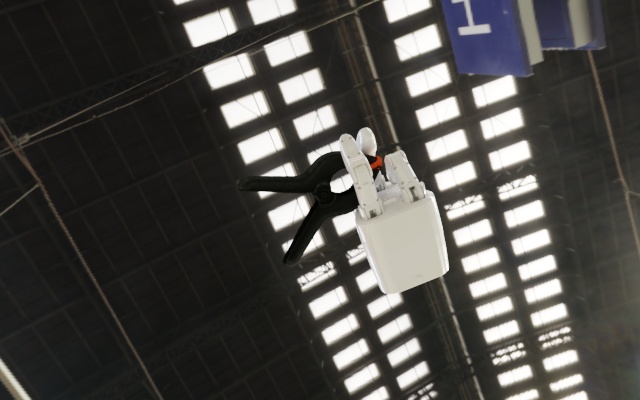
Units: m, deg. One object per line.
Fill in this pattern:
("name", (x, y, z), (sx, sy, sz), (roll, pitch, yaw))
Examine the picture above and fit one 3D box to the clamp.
("clamp", (0.000, 0.002, 0.580), (0.171, 0.120, 0.039), (-21, 20, -5))
